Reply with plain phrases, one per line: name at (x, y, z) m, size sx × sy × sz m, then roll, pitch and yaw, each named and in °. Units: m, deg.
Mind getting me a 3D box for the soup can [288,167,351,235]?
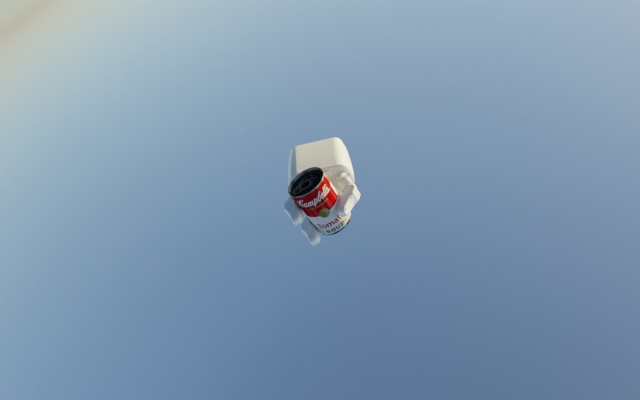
soup can at (0.000, 0.003, 0.809) m, size 0.068 × 0.068 × 0.102 m, roll 0°, pitch -42°, yaw 41°
